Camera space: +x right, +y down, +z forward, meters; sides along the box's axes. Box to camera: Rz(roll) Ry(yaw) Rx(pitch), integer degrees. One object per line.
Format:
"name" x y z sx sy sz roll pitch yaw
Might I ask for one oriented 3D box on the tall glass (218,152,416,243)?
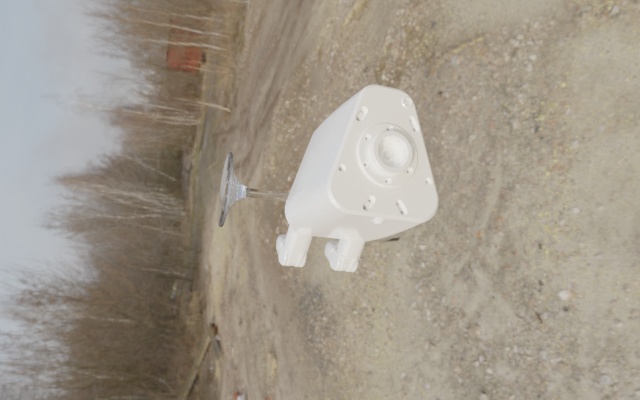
"tall glass" -0.001 0.002 0.497 0.201 0.079 0.079 8 -2 -18
